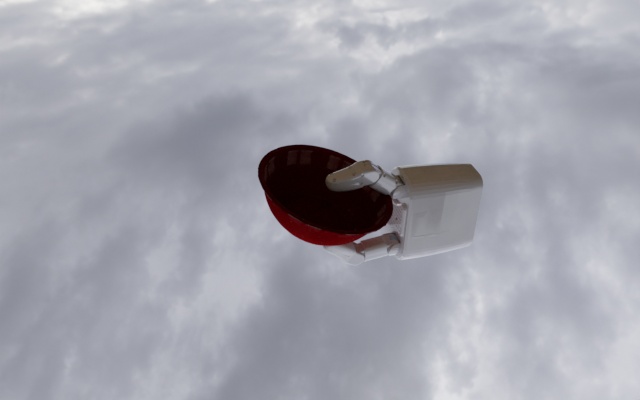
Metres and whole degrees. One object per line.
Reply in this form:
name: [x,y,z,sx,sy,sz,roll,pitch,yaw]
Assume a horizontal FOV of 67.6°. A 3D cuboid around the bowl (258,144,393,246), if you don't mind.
bowl: [-0.001,0.002,0.559,0.162,0.055,0.162,15,36,-11]
